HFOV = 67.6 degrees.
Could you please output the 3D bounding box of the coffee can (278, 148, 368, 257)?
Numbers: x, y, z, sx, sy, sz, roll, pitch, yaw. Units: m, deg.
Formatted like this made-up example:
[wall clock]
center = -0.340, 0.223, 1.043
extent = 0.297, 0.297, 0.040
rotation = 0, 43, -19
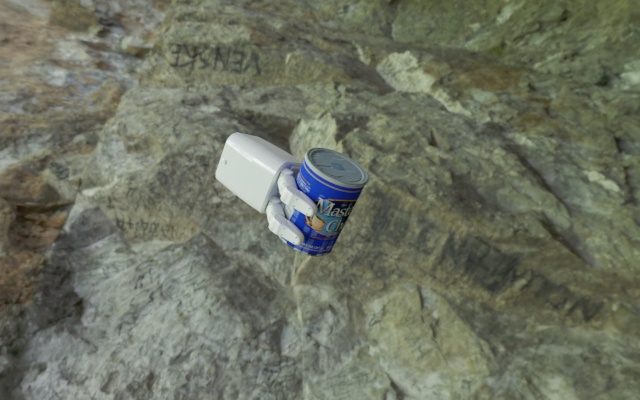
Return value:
[coffee can]
center = 0.000, 0.002, 0.755
extent = 0.103, 0.140, 0.102
rotation = 19, 28, -11
